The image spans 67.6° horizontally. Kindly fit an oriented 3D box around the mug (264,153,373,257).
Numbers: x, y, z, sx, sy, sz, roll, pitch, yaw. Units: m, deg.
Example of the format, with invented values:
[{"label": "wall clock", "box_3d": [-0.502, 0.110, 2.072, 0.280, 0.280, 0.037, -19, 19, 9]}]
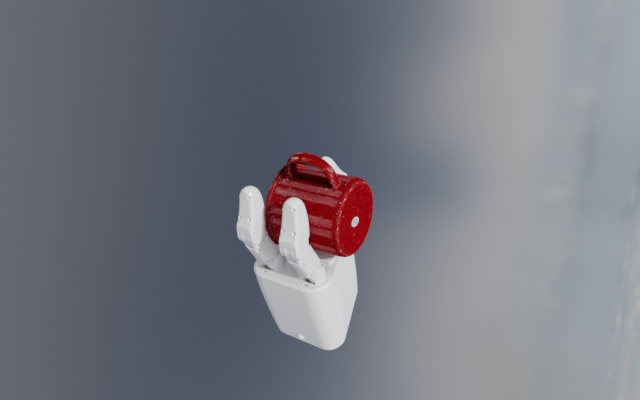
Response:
[{"label": "mug", "box_3d": [0.000, 0.000, 0.486, 0.081, 0.117, 0.093, 12, 44, 29]}]
